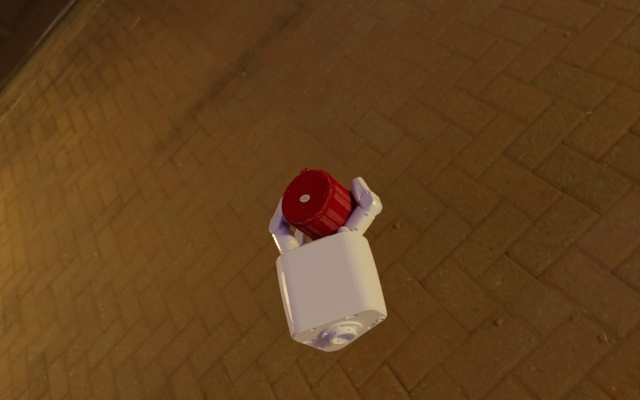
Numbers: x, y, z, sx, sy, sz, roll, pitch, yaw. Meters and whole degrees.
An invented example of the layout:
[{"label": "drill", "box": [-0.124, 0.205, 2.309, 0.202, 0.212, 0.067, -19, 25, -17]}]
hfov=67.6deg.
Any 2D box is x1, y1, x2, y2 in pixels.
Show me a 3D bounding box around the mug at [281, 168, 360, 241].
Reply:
[{"label": "mug", "box": [0.000, 0.001, 0.638, 0.093, 0.117, 0.081, -31, -40, 18]}]
